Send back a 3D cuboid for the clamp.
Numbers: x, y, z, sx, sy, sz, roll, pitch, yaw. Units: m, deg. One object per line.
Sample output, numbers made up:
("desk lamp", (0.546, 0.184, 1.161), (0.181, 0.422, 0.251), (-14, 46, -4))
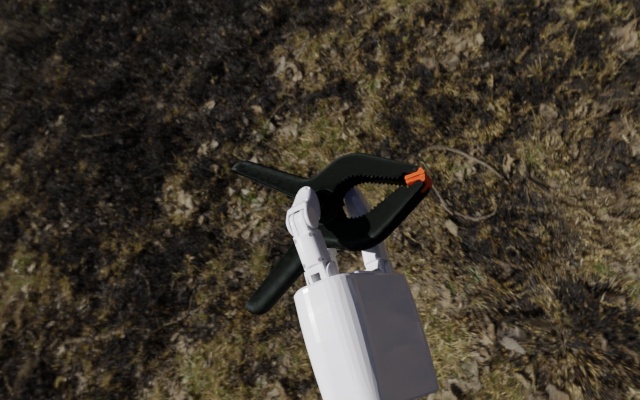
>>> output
("clamp", (0.000, 0.001, 0.464), (0.210, 0.164, 0.036), (-25, -23, 19))
